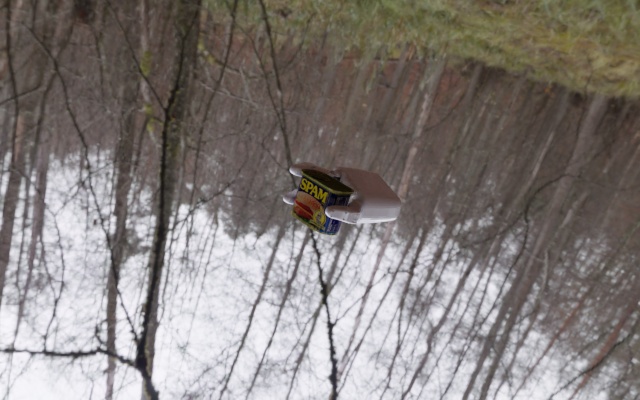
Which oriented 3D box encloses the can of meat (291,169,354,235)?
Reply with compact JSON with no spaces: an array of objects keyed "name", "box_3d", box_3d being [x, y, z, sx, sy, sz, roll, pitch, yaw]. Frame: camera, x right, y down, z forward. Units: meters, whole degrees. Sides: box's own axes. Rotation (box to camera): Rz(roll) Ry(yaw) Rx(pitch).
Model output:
[{"name":"can of meat","box_3d":[0.000,0.003,0.835,0.057,0.084,0.102,0,25,-45]}]
